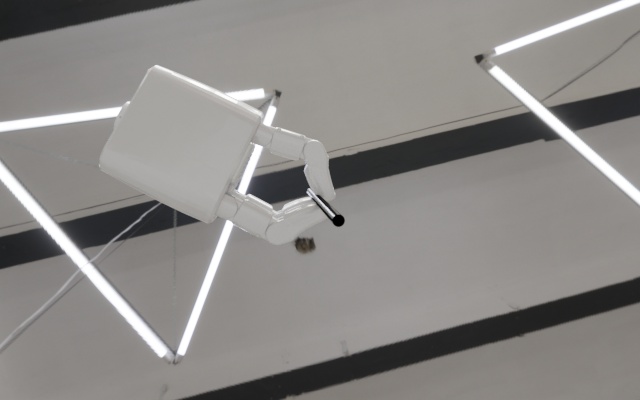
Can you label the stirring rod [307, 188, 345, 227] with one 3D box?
[{"bbox_3d":[0.000,0.001,0.420,0.011,0.011,0.239,0,5,-5],"label":"stirring rod"}]
